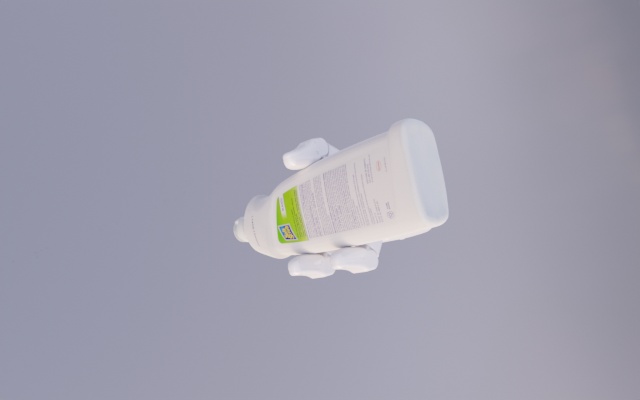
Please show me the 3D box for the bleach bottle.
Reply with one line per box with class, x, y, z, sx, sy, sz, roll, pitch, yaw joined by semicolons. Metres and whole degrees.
bleach bottle;0.000;0.002;0.496;0.251;0.102;0.068;-15;-8;38
